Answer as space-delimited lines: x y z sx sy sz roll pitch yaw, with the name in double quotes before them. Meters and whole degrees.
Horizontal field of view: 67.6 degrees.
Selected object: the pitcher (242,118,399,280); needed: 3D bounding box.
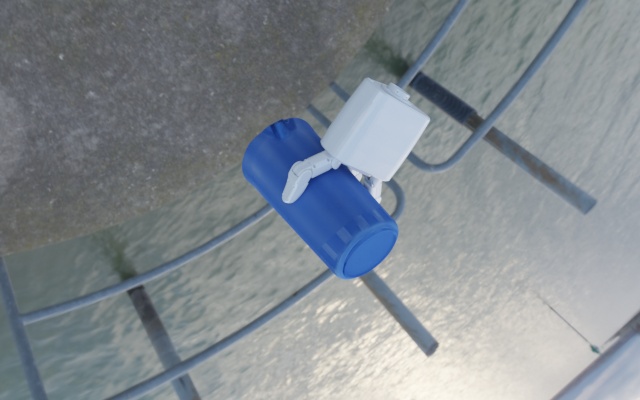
"pitcher" 0.000 0.002 0.706 0.149 0.145 0.242 9 33 -50
